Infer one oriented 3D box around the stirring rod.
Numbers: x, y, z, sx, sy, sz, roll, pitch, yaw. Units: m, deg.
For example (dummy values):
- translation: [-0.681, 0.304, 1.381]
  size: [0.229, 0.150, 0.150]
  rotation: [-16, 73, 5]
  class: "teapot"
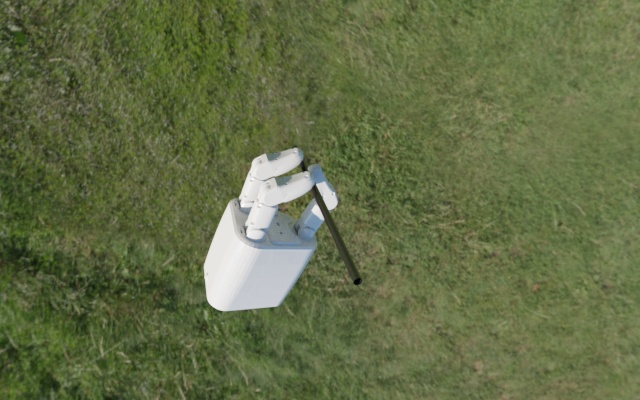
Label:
- translation: [0.000, 0.002, 0.492]
  size: [0.011, 0.011, 0.239]
  rotation: [0, 33, -18]
  class: "stirring rod"
